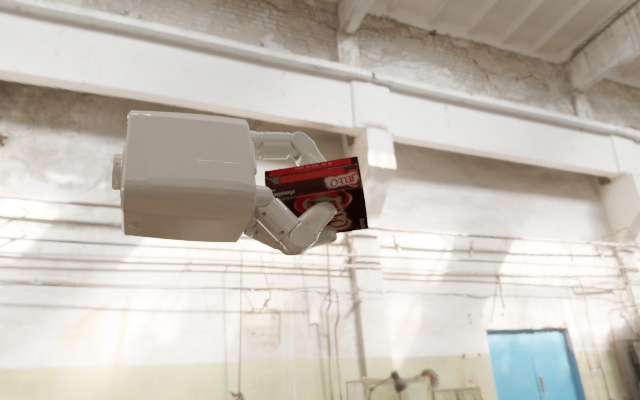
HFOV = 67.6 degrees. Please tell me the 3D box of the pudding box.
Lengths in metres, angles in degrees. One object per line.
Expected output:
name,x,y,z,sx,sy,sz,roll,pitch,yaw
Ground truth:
pudding box,0.000,0.001,0.480,0.090,0.039,0.113,-8,-22,6
